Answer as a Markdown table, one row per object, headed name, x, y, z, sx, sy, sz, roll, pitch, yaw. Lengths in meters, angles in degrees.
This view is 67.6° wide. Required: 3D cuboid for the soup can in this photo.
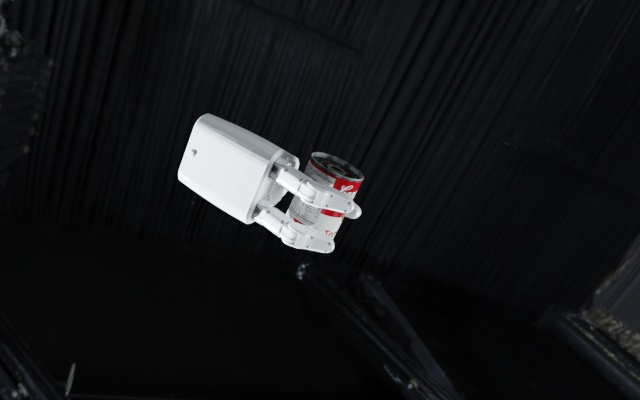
| name | x | y | z | sx | sy | sz | roll | pitch | yaw |
| --- | --- | --- | --- | --- | --- | --- | --- | --- | --- |
| soup can | 0.000 | 0.002 | 0.577 | 0.068 | 0.102 | 0.068 | 22 | 19 | -8 |
